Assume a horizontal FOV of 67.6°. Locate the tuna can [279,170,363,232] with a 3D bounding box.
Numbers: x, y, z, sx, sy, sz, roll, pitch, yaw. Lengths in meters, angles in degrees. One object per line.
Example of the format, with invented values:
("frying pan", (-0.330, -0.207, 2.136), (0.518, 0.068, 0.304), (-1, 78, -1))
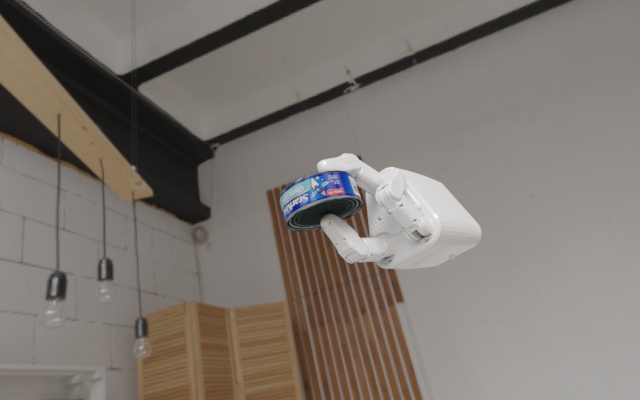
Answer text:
("tuna can", (0.000, 0.001, 0.513), (0.086, 0.033, 0.086), (-15, -20, -6))
